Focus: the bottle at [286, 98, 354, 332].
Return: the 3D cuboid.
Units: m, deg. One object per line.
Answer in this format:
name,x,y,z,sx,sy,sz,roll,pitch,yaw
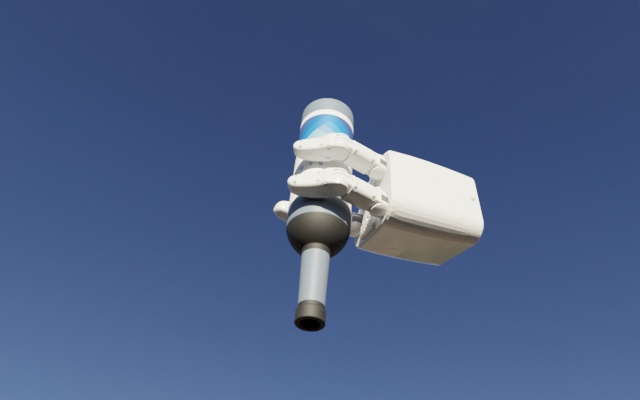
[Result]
bottle,0.000,0.001,0.516,0.069,0.295,0.069,3,-44,3
